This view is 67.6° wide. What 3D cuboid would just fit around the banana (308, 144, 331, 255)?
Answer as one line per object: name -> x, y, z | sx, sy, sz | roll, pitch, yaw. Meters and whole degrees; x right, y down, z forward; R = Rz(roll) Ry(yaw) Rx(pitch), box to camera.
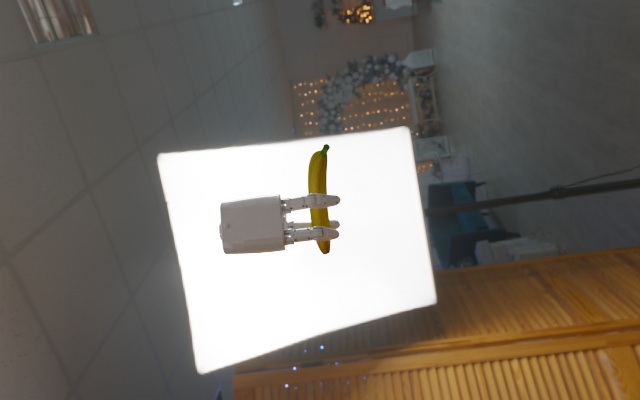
banana -> -0.002, -0.004, 0.861 | 0.037, 0.198, 0.069 | -3, 11, -7
